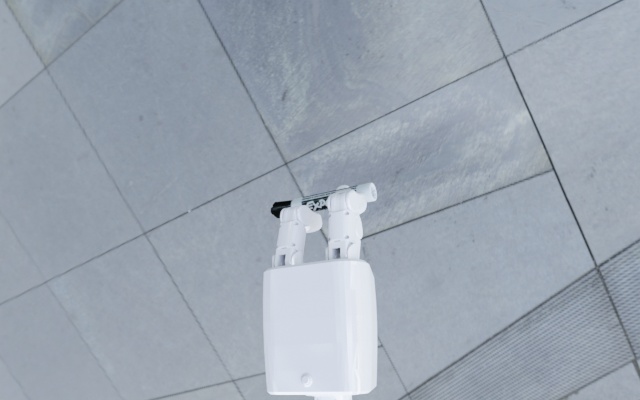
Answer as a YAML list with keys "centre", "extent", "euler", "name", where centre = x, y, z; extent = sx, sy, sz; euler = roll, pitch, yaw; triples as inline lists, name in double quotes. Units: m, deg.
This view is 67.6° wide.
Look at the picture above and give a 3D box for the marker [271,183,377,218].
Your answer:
- centre: [0.000, 0.002, 0.505]
  extent: [0.121, 0.020, 0.020]
  euler: [-11, -5, 25]
  name: "marker"
